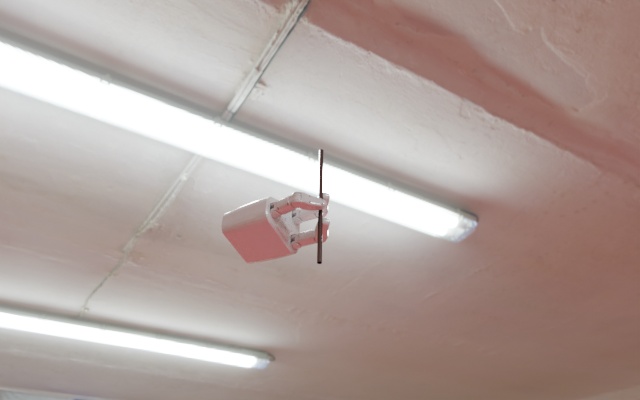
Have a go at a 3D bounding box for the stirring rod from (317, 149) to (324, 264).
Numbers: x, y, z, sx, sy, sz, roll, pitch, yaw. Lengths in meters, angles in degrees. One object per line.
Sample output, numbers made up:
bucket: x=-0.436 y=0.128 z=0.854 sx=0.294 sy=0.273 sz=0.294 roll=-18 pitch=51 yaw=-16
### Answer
stirring rod: x=0.000 y=0.003 z=0.837 sx=0.011 sy=0.239 sz=0.011 roll=1 pitch=-36 yaw=0
